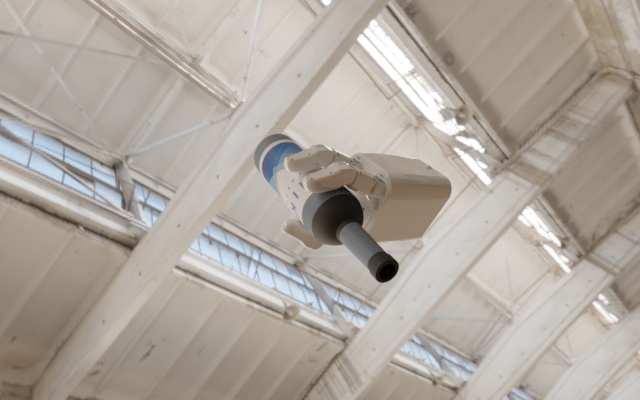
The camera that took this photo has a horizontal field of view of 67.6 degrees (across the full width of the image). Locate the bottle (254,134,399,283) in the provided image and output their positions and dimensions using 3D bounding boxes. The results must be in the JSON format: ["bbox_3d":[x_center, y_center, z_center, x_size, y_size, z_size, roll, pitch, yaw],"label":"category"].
[{"bbox_3d":[0.000,0.002,0.574,0.069,0.069,0.295,0,27,-30],"label":"bottle"}]
